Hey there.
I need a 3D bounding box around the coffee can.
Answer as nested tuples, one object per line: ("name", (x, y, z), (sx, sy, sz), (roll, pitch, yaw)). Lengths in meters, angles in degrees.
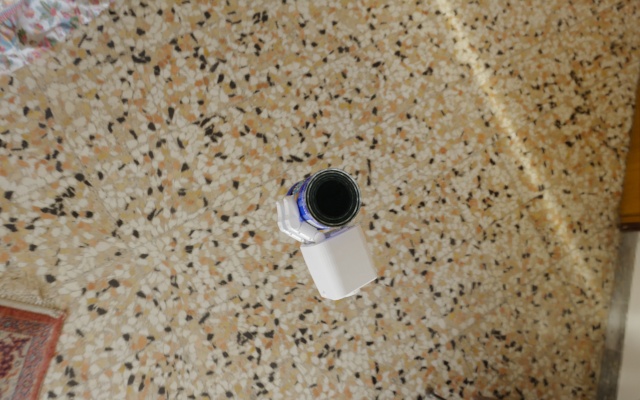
("coffee can", (0.000, 0.003, 0.865), (0.103, 0.103, 0.140), (0, -6, -18))
